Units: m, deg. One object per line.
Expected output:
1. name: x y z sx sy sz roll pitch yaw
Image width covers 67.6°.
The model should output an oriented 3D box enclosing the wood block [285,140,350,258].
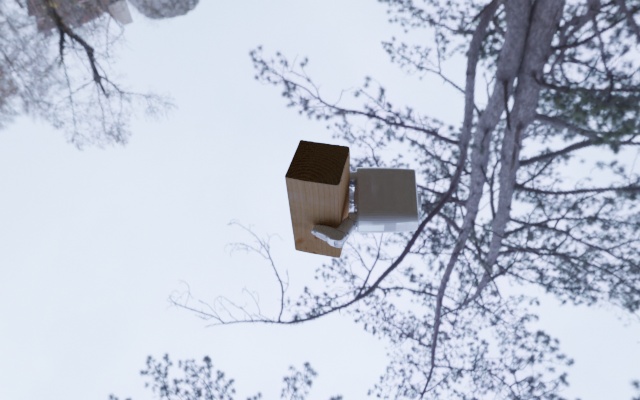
1. wood block: 0.000 0.003 0.846 0.090 0.090 0.206 9 -39 11
